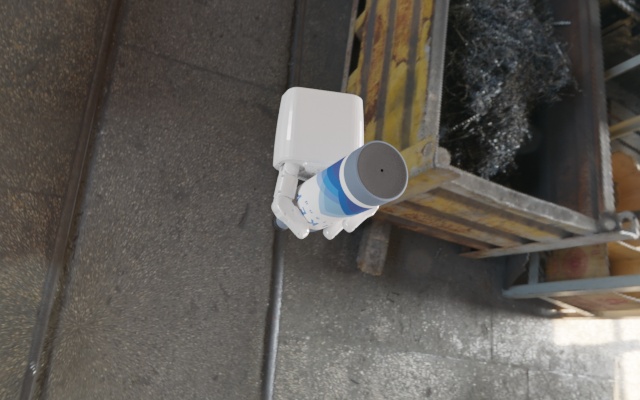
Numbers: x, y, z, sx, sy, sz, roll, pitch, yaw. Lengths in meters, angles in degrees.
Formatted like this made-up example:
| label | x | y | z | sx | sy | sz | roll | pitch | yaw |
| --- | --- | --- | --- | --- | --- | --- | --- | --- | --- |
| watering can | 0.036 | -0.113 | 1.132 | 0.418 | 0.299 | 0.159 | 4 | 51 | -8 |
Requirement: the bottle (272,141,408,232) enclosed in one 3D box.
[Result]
| label | x | y | z | sx | sy | sz | roll | pitch | yaw |
| --- | --- | --- | --- | --- | --- | --- | --- | --- | --- |
| bottle | 0.000 | 0.002 | 0.627 | 0.069 | 0.069 | 0.296 | 0 | -13 | -27 |
